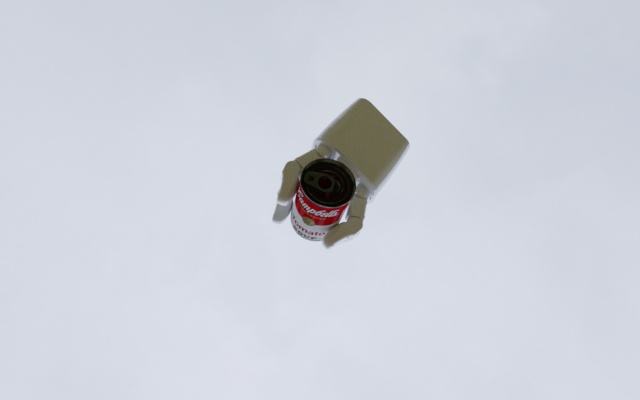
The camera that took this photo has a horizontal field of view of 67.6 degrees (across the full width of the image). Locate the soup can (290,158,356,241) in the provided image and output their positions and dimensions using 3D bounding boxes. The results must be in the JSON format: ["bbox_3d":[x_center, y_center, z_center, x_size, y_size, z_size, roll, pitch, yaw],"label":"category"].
[{"bbox_3d":[0.000,0.003,0.607,0.068,0.068,0.102,0,-28,-12],"label":"soup can"}]
